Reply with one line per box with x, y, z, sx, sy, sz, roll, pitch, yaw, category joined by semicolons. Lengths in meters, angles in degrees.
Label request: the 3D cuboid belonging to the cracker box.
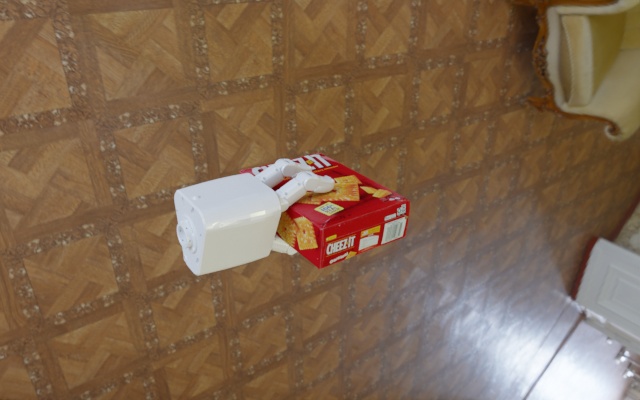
0.000;0.003;0.713;0.164;0.072;0.213;-16;33;-35;cracker box
